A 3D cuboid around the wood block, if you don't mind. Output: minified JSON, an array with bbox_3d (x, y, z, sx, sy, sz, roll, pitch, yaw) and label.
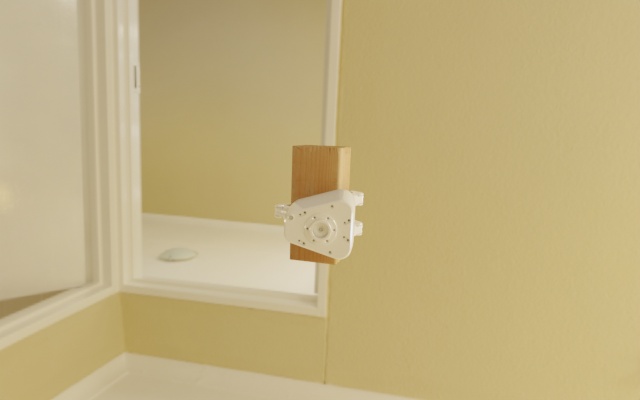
[{"bbox_3d":[0.000,0.003,0.880,0.091,0.206,0.090,5,9,15],"label":"wood block"}]
